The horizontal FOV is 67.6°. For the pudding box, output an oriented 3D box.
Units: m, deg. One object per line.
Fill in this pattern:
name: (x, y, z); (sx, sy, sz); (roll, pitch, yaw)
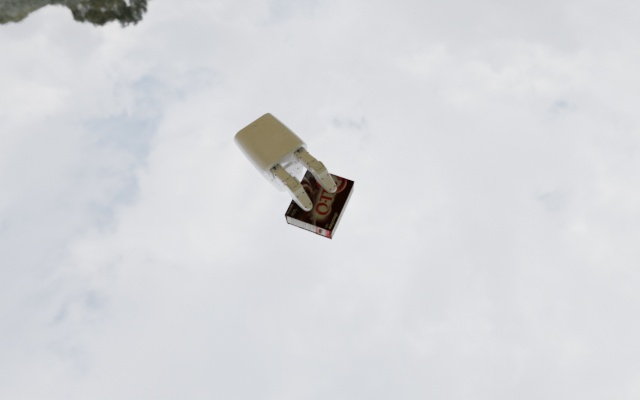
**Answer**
pudding box: (0.000, 0.003, 0.844); (0.090, 0.113, 0.039); (18, -26, 13)
